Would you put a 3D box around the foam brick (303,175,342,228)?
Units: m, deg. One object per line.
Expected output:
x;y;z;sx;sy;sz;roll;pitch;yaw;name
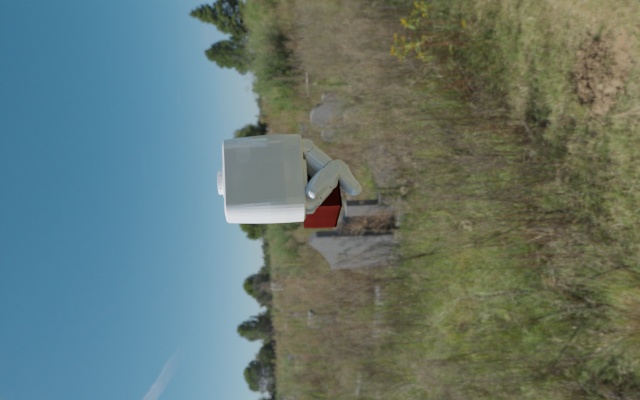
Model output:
0.000;0.003;0.709;0.051;0.053;0.078;-3;-27;-6;foam brick
